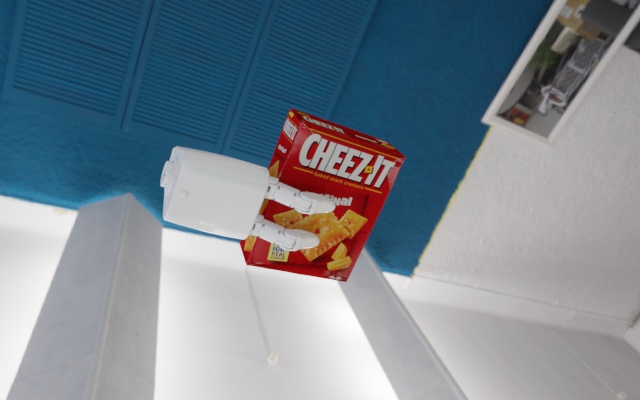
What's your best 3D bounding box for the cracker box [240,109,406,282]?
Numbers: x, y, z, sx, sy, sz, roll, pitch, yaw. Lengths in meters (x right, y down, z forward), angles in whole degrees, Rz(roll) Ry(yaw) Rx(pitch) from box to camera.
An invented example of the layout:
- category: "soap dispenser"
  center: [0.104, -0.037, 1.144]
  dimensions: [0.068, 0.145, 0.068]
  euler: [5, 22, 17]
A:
- category: "cracker box"
  center: [0.000, 0.002, 0.673]
  dimensions: [0.164, 0.214, 0.072]
  euler: [15, 20, -25]
